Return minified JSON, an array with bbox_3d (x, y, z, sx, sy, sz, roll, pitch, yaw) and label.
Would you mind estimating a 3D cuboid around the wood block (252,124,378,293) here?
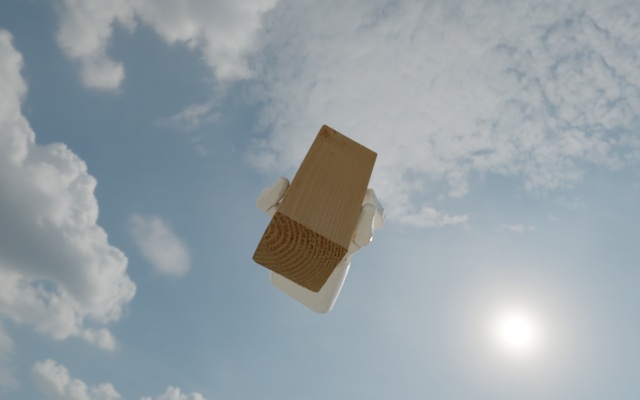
[{"bbox_3d":[0.000,0.002,0.615,0.091,0.090,0.206,28,39,-4],"label":"wood block"}]
